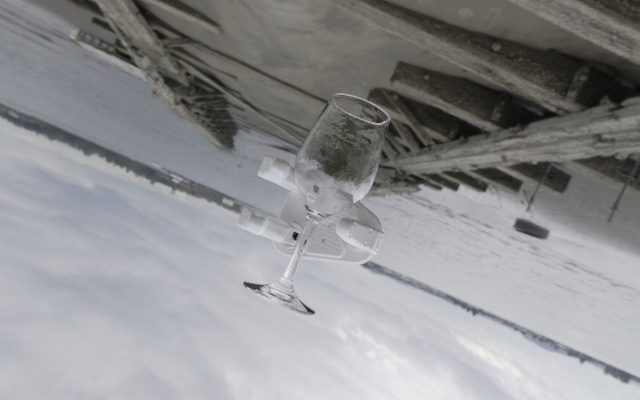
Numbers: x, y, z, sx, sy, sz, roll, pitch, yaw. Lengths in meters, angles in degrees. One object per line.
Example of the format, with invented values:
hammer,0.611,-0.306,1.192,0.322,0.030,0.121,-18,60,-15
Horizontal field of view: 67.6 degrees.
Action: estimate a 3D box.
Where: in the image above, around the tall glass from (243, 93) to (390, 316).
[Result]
tall glass,0.000,0.002,0.457,0.079,0.201,0.079,23,-4,2
